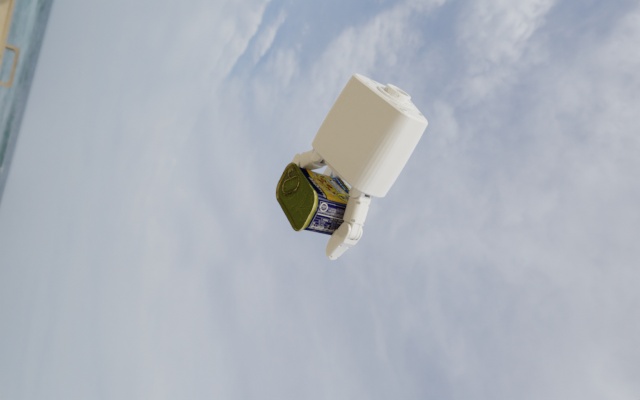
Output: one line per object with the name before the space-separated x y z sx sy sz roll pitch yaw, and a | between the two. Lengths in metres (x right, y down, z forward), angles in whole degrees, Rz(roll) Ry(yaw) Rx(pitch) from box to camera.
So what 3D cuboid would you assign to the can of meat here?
can of meat | 0.000 0.002 0.621 0.084 0.057 0.102 14 25 -33
